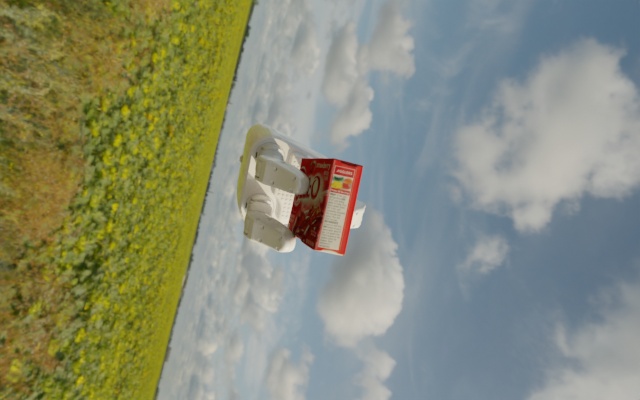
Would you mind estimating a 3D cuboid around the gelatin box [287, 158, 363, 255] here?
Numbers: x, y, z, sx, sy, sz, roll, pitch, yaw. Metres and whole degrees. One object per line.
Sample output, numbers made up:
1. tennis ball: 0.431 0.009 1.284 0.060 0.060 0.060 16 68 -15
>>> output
1. gelatin box: 0.001 0.001 0.409 0.030 0.073 0.089 12 2 -20
